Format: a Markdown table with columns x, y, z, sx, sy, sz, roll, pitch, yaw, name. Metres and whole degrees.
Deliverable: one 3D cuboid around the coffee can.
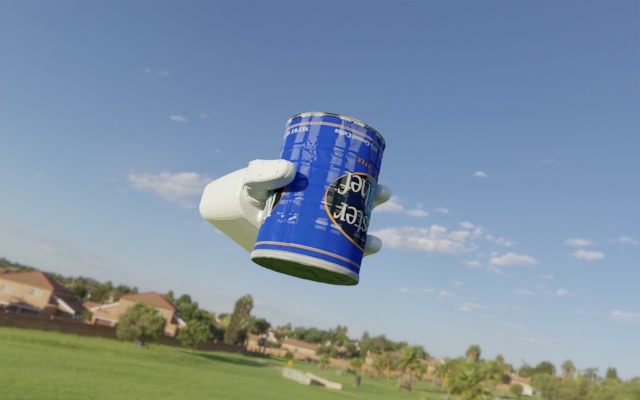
| x | y | z | sx | sy | sz | roll | pitch | yaw | name |
| --- | --- | --- | --- | --- | --- | --- | --- | --- | --- |
| 0.000 | 0.002 | 0.461 | 0.103 | 0.140 | 0.103 | 12 | -16 | 4 | coffee can |
